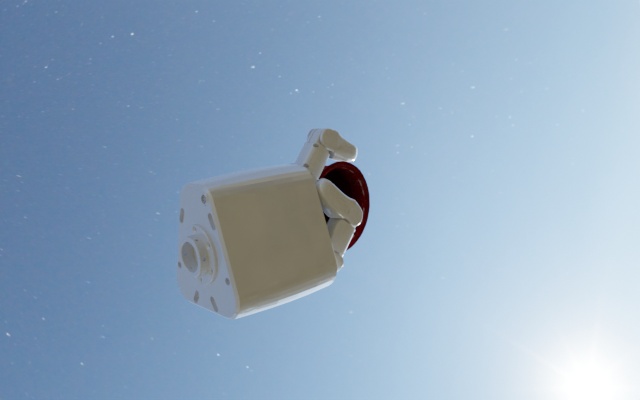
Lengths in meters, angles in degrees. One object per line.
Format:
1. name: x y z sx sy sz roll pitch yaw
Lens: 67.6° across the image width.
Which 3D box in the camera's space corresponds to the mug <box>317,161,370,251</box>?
1. mug: 0.001 0.001 0.511 0.081 0.093 0.117 8 14 43
